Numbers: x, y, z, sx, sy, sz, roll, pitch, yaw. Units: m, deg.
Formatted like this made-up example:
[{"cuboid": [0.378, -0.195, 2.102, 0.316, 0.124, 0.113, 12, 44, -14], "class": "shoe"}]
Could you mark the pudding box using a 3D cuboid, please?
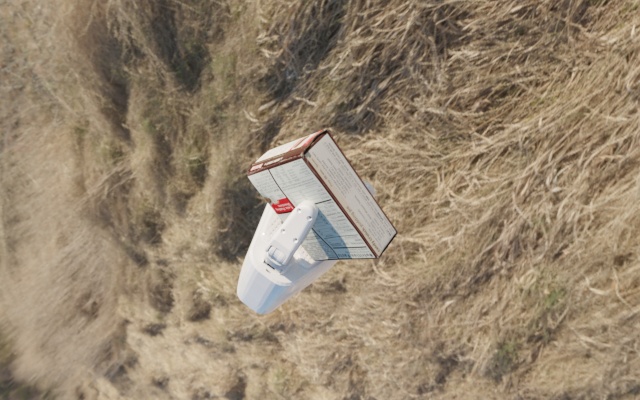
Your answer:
[{"cuboid": [0.000, 0.001, 0.413, 0.090, 0.113, 0.039, -12, 33, 51], "class": "pudding box"}]
